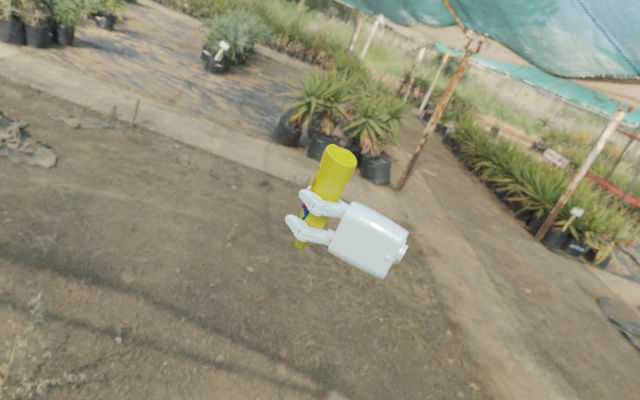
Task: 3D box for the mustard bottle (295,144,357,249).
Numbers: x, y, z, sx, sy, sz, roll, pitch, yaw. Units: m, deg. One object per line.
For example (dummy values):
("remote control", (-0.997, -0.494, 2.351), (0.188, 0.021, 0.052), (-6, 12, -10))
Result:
("mustard bottle", (0.000, 0.002, 0.832), (0.058, 0.192, 0.096), (20, 21, -11))
